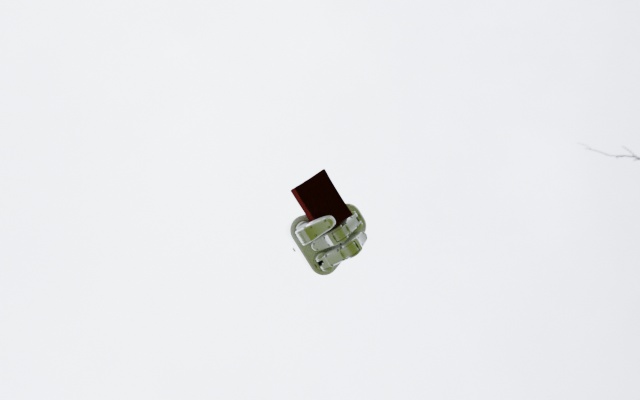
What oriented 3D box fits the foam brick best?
[{"bbox_3d":[0.000,0.002,0.686,0.053,0.078,0.051,-32,4,-10],"label":"foam brick"}]
